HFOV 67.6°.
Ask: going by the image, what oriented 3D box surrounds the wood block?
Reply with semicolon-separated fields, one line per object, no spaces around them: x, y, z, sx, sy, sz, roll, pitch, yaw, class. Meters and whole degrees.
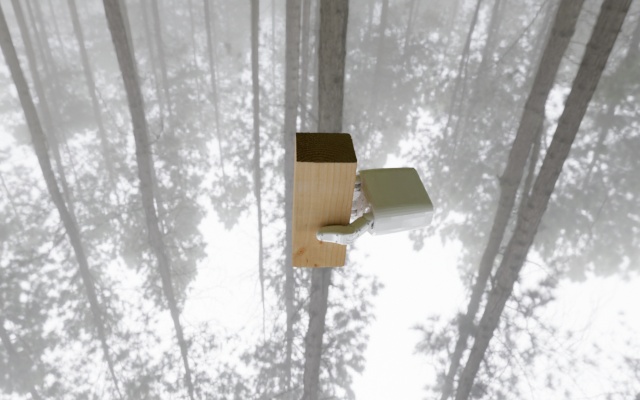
0.001;0.003;0.770;0.090;0.206;0.090;0;36;-5;wood block
